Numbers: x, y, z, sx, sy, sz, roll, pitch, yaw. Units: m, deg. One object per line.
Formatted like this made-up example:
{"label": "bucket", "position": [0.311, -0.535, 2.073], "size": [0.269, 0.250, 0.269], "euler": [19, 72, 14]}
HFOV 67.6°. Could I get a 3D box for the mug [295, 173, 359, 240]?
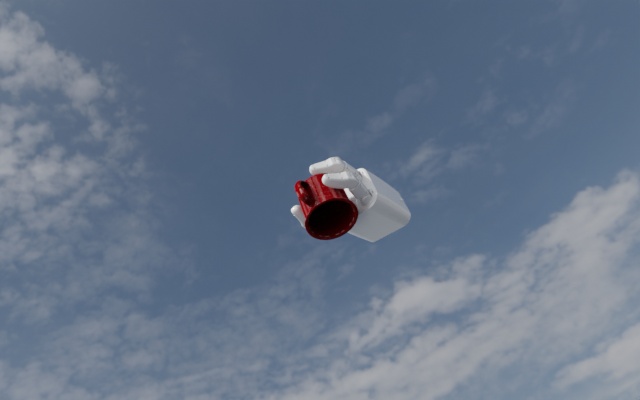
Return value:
{"label": "mug", "position": [-0.001, 0.002, 0.816], "size": [0.117, 0.093, 0.081], "euler": [29, 25, -36]}
